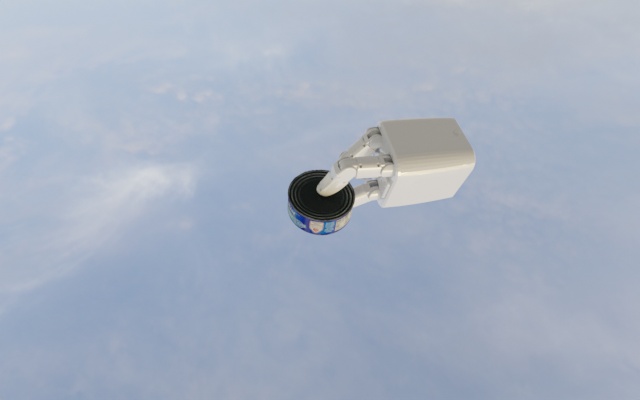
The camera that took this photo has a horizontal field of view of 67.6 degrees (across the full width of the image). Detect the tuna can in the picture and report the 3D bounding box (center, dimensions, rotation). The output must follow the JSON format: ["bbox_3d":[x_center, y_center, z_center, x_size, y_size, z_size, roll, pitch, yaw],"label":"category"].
[{"bbox_3d":[0.000,0.002,0.614,0.086,0.086,0.034,0,-40,-7],"label":"tuna can"}]
